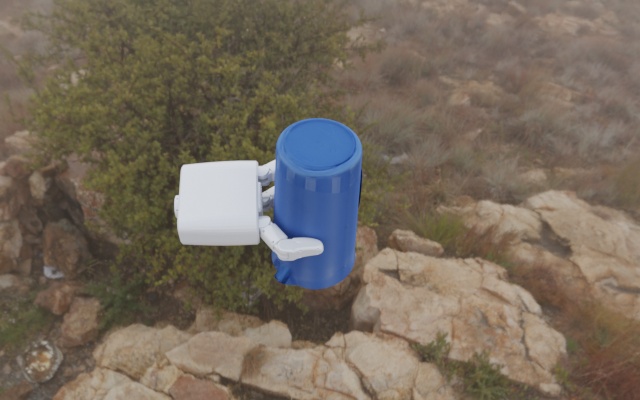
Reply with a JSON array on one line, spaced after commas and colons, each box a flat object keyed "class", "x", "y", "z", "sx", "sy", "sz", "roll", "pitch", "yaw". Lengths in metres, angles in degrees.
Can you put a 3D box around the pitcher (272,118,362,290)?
[{"class": "pitcher", "x": 0.000, "y": 0.002, "z": 0.681, "sx": 0.145, "sy": 0.149, "sz": 0.243, "roll": -1, "pitch": -41, "yaw": -5}]
